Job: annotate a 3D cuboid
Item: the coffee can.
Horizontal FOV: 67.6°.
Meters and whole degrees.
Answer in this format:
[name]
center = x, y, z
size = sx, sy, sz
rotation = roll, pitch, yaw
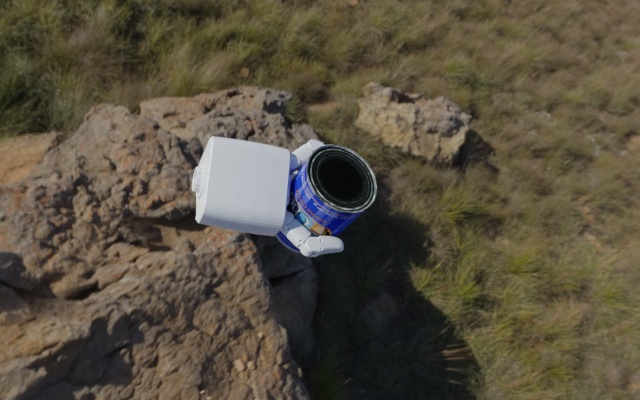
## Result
[coffee can]
center = 0.000, 0.002, 0.670
size = 0.103, 0.102, 0.140
rotation = 0, -27, -28
